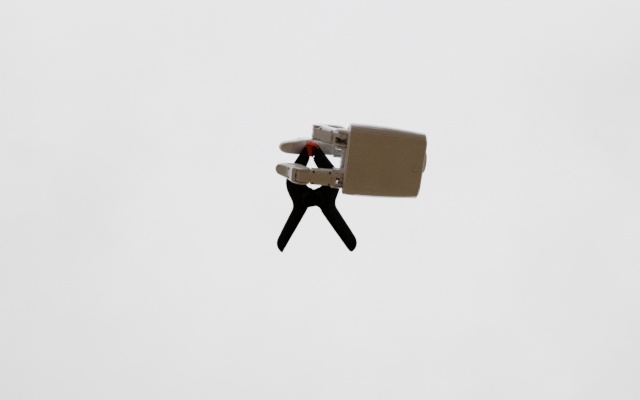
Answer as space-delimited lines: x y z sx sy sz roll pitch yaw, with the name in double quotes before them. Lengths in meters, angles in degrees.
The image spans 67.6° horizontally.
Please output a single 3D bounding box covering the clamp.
"clamp" 0.000 0.002 0.702 0.120 0.171 0.039 5 18 -1
